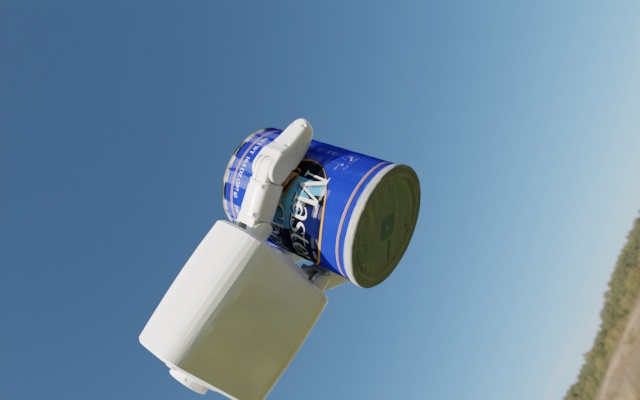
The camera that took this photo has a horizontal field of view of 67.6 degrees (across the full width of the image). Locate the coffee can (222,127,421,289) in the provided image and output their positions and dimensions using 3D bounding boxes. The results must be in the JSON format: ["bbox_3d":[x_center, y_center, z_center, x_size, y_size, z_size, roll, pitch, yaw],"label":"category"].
[{"bbox_3d":[0.000,0.001,0.415,0.140,0.103,0.103,21,12,34],"label":"coffee can"}]
